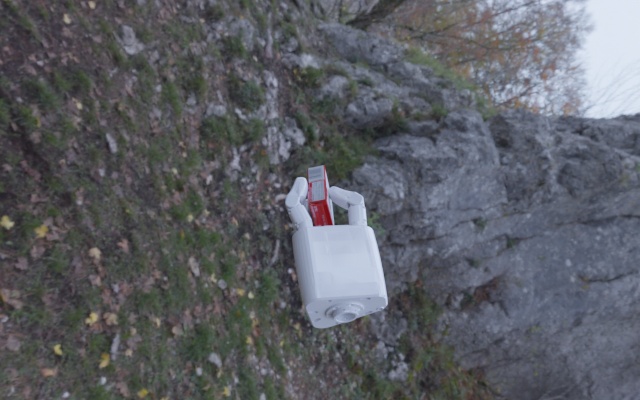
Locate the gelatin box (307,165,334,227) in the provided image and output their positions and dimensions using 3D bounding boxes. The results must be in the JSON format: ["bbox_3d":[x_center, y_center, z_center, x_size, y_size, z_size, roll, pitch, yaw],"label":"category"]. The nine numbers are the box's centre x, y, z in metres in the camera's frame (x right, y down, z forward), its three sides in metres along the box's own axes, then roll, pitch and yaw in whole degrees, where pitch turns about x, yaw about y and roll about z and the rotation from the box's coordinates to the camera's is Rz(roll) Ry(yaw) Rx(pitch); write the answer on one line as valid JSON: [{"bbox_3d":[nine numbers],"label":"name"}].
[{"bbox_3d":[0.001,0.002,0.724,0.030,0.073,0.089,-9,40,5],"label":"gelatin box"}]
